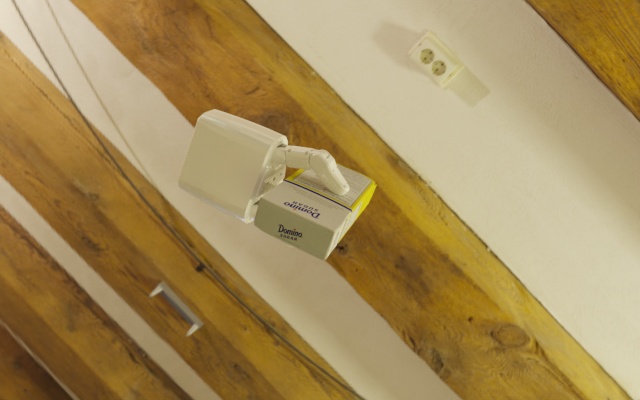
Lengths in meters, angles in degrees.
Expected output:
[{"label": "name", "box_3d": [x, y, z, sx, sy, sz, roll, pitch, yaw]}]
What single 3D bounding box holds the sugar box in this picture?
[{"label": "sugar box", "box_3d": [0.000, 0.002, 0.586, 0.093, 0.048, 0.176, 25, 29, 12]}]
